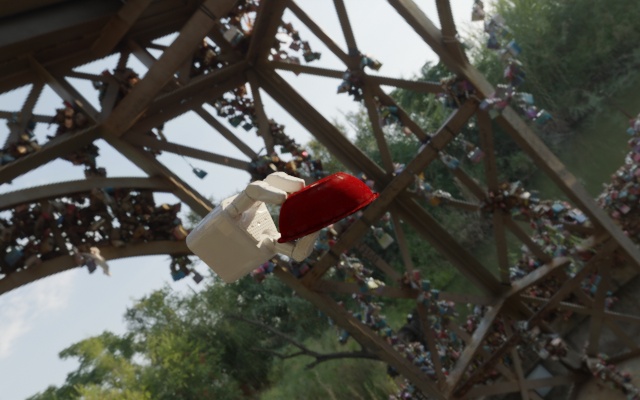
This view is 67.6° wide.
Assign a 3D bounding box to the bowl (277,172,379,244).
[{"bbox_3d":[0.001,0.001,0.687,0.162,0.055,0.162,-25,4,2],"label":"bowl"}]
